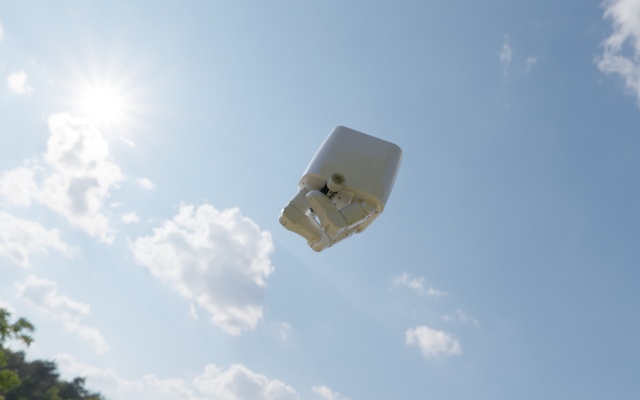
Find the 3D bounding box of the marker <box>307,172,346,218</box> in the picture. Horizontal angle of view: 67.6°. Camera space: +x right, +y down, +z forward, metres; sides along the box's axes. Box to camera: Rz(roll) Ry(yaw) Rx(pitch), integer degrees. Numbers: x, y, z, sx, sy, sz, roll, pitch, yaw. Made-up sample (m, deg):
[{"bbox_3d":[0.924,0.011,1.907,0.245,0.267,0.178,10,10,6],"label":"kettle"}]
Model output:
[{"bbox_3d":[0.000,0.002,0.612,0.020,0.020,0.121,0,-27,-23],"label":"marker"}]
